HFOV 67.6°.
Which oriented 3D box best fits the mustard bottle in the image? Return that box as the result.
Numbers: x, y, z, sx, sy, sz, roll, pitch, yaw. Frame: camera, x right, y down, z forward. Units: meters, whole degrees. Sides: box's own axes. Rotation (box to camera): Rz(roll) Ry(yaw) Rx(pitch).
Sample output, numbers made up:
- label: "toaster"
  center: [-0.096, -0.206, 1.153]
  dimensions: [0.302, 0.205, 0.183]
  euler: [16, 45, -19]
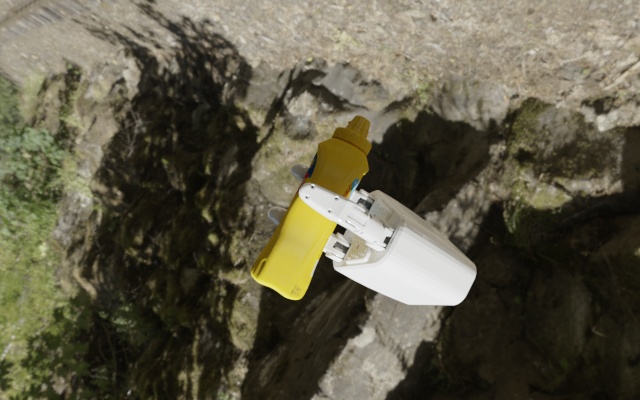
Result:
- label: "mustard bottle"
  center: [0.000, 0.002, 0.479]
  dimensions: [0.058, 0.191, 0.096]
  euler: [28, -5, 4]
